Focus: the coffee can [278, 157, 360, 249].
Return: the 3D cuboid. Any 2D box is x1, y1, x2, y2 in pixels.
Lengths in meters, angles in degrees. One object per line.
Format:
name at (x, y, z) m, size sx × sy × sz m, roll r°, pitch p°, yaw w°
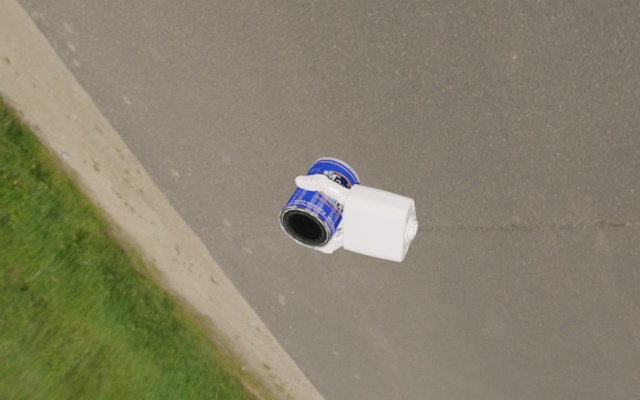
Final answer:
coffee can at (0.000, 0.003, 0.877) m, size 0.103 × 0.103 × 0.140 m, roll 0°, pitch 42°, yaw 34°
